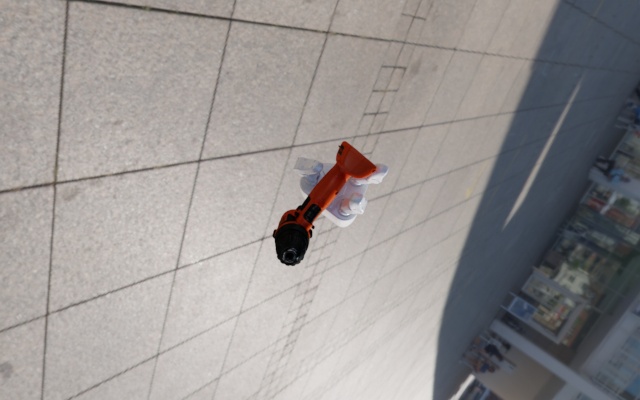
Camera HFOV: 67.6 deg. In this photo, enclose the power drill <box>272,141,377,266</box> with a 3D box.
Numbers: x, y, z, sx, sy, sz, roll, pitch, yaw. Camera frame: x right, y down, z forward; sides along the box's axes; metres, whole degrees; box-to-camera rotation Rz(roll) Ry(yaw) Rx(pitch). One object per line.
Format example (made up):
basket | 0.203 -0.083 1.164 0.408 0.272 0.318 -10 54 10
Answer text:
power drill | 0.000 0.002 0.706 0.057 0.187 0.184 40 8 -11
